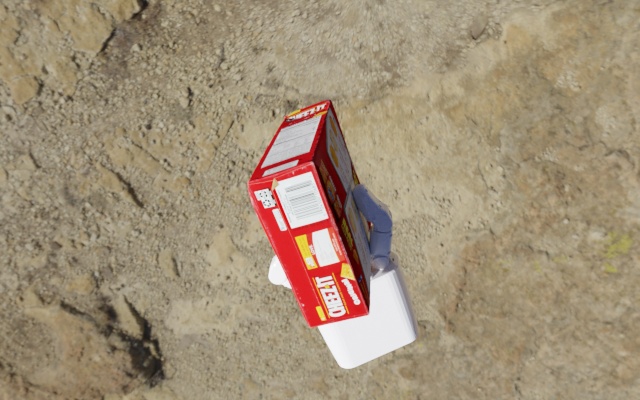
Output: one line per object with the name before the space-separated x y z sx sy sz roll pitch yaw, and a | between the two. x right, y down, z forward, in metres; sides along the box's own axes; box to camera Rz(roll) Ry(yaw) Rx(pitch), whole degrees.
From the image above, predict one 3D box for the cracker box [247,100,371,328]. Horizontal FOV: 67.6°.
cracker box | 0.000 0.002 0.517 0.072 0.164 0.213 -16 23 13
